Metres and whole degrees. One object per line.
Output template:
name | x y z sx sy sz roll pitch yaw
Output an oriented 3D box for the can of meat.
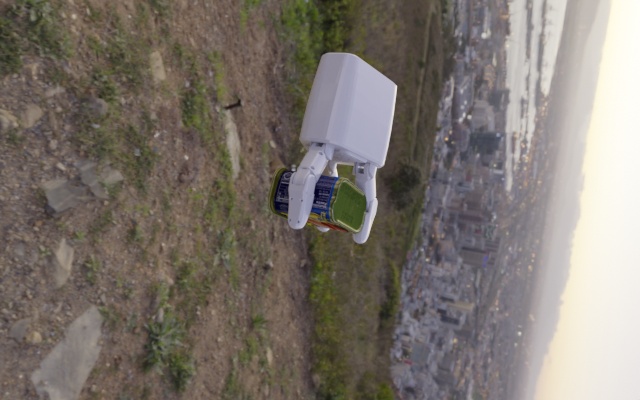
can of meat | 0.000 0.002 0.568 0.084 0.057 0.102 9 -10 27
